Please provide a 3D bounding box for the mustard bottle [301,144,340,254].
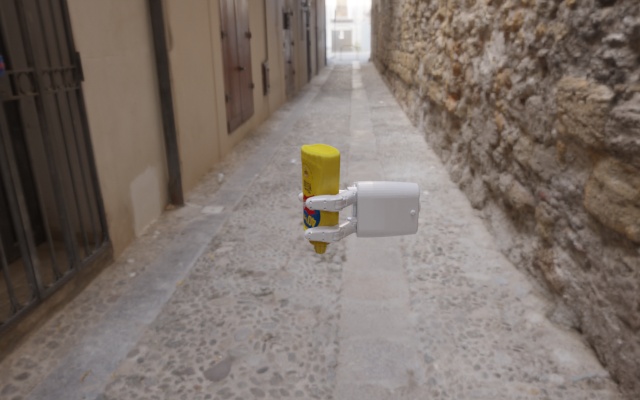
[{"bbox_3d":[0.000,0.003,0.833,0.058,0.192,0.096,-9,21,-24],"label":"mustard bottle"}]
